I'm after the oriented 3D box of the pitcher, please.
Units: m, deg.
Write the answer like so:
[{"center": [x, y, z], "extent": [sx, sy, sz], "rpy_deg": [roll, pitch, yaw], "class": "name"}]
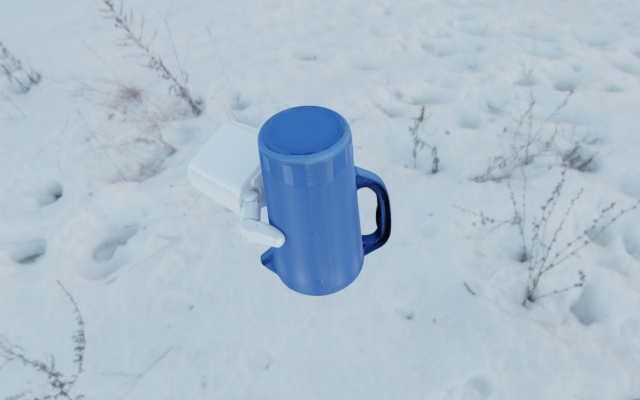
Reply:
[{"center": [0.000, 0.002, 0.622], "extent": [0.145, 0.243, 0.149], "rpy_deg": [26, 53, 28], "class": "pitcher"}]
